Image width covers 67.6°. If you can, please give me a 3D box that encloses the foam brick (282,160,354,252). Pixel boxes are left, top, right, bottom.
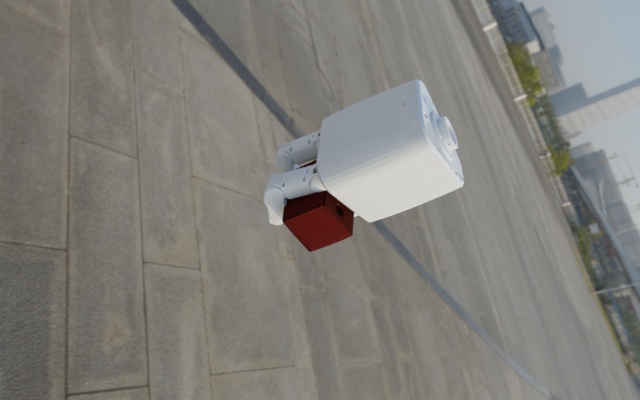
[{"bbox_3d":[0.000,0.002,0.488,0.051,0.078,0.053,-21,-50,26],"label":"foam brick"}]
